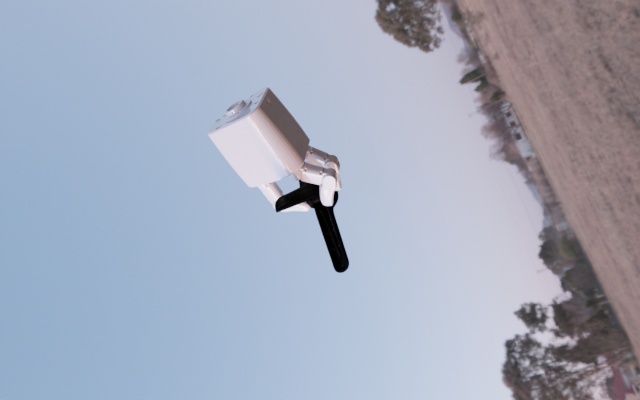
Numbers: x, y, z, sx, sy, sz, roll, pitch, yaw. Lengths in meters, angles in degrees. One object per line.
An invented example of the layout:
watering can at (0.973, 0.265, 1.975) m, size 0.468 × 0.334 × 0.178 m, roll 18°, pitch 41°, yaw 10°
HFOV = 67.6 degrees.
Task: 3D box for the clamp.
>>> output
clamp at (-0.001, 0.002, 0.754) m, size 0.036 × 0.165 × 0.209 m, roll -25°, pitch 29°, yaw 24°
